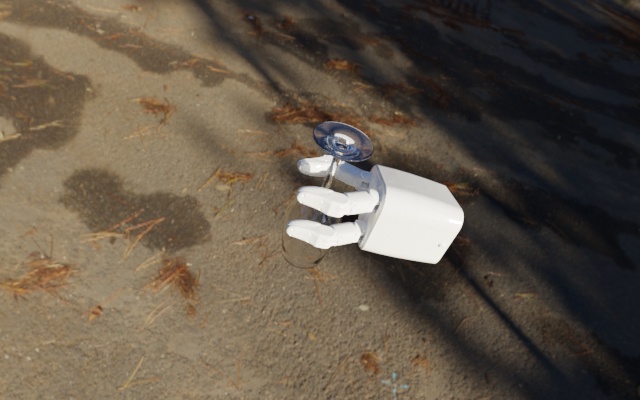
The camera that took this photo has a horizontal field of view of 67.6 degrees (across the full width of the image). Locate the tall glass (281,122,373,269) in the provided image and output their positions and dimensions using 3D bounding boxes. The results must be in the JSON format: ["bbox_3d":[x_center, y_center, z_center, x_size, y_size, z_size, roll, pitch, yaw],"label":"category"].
[{"bbox_3d":[0.000,0.001,0.617,0.079,0.201,0.079,12,40,-11],"label":"tall glass"}]
